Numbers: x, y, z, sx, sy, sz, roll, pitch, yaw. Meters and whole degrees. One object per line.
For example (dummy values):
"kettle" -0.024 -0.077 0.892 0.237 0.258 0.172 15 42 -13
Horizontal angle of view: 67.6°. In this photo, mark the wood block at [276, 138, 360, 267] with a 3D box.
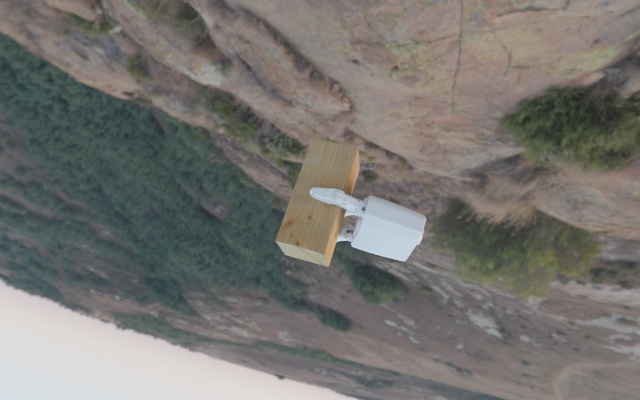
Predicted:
"wood block" 0.000 0.003 0.876 0.090 0.206 0.091 14 -20 12
